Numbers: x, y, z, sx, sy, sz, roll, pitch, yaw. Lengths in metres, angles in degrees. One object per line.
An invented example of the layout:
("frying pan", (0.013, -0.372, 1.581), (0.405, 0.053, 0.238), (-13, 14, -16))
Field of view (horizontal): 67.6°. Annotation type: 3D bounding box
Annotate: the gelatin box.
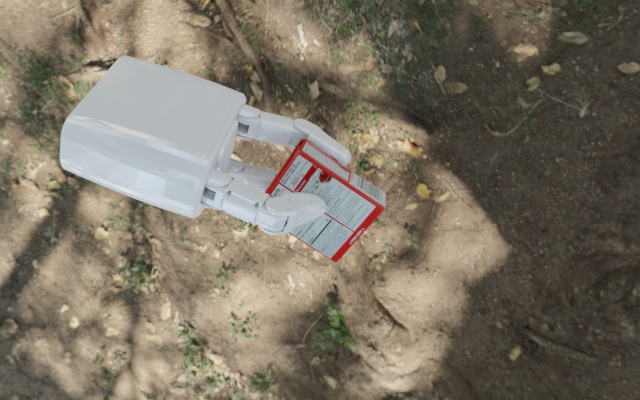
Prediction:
("gelatin box", (0.000, 0.002, 0.409), (0.089, 0.073, 0.030), (33, 29, -8))
